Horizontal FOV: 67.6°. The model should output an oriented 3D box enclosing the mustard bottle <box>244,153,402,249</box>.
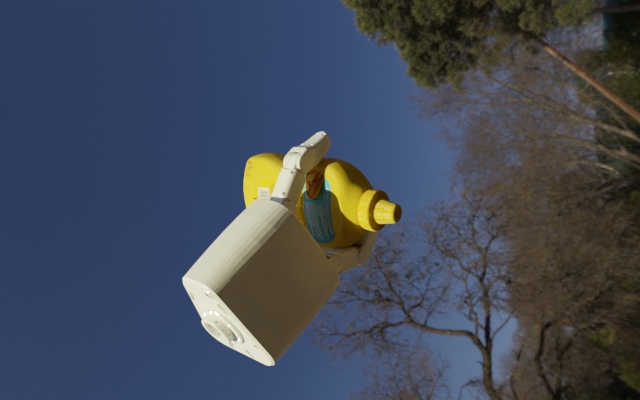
[{"bbox_3d":[0.000,0.001,0.512,0.191,0.096,0.058,9,20,40],"label":"mustard bottle"}]
